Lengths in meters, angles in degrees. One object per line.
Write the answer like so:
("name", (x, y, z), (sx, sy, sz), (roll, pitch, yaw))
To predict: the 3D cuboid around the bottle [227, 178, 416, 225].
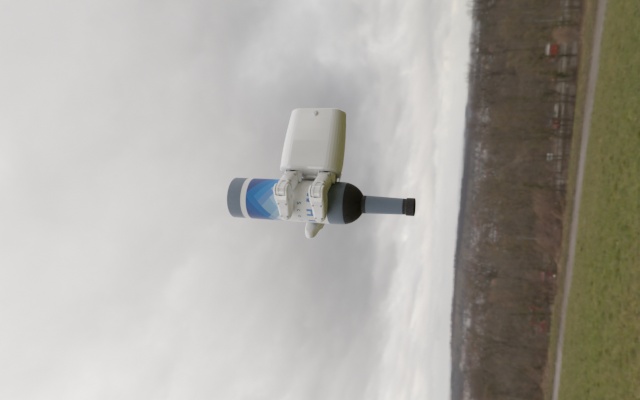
("bottle", (0.000, 0.003, 0.754), (0.295, 0.069, 0.069), (3, 1, 16))
